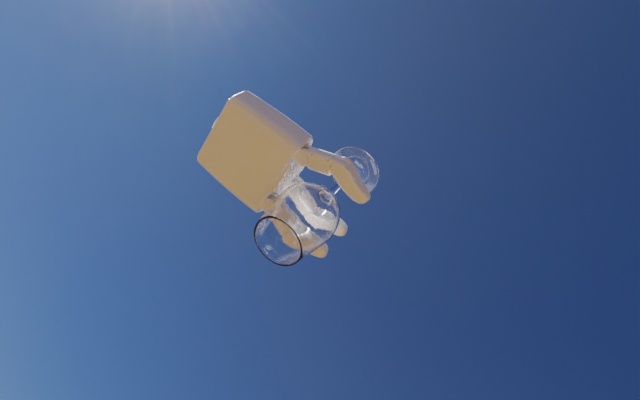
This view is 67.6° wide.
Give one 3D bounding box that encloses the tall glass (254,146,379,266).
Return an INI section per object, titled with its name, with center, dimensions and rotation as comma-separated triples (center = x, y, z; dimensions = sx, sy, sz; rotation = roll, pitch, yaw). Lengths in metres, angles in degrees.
[tall glass]
center = 0.001, 0.002, 0.588
dimensions = 0.079, 0.079, 0.201
rotation = 0, 26, 31
